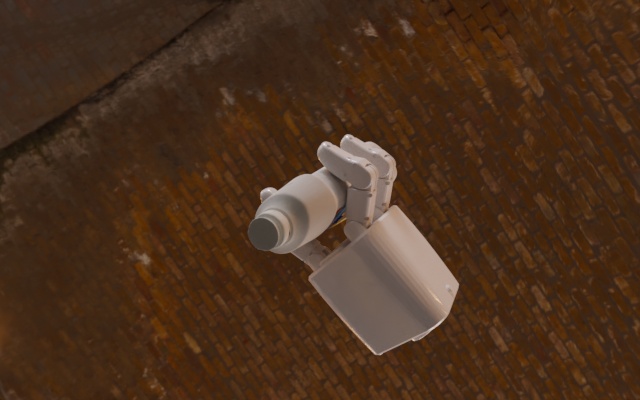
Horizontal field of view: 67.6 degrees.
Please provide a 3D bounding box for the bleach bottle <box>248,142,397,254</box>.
[{"bbox_3d":[0.000,0.002,0.493,0.102,0.068,0.250,-43,-6,28],"label":"bleach bottle"}]
